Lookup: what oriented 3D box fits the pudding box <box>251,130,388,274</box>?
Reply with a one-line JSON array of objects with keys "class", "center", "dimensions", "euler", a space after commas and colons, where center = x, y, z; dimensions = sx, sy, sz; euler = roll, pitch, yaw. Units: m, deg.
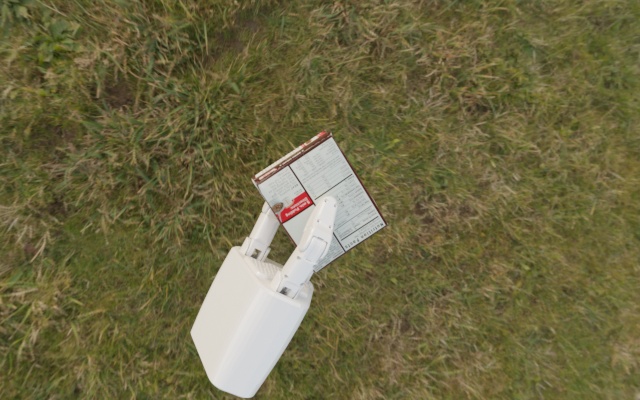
[{"class": "pudding box", "center": [0.000, 0.002, 0.471], "dimensions": [0.090, 0.113, 0.039], "euler": [-34, 18, -3]}]
